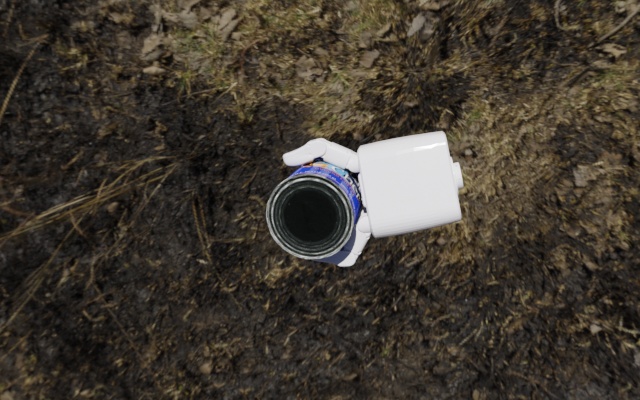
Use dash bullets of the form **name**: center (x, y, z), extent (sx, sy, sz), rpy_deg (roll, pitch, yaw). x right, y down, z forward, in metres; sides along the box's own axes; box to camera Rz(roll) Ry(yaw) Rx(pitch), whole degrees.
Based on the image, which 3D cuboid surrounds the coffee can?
- **coffee can**: center (0.000, 0.002, 0.606), extent (0.103, 0.103, 0.140), rpy_deg (0, 15, 11)
